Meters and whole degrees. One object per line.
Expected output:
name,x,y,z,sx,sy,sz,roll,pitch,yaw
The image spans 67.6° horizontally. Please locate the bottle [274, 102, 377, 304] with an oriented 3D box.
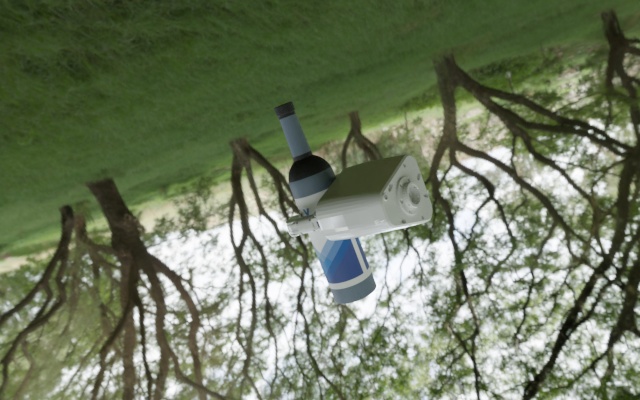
bottle,0.000,0.003,0.689,0.069,0.296,0.069,-21,9,3
